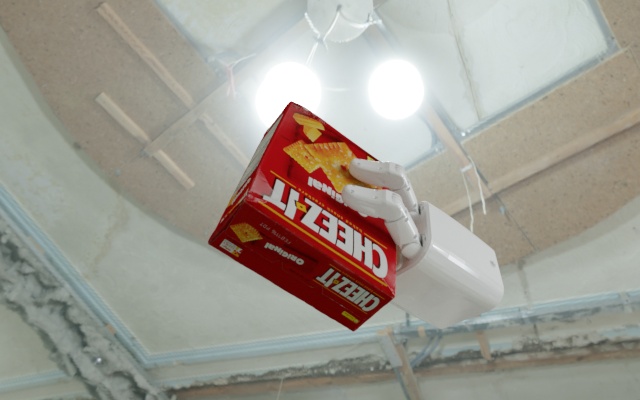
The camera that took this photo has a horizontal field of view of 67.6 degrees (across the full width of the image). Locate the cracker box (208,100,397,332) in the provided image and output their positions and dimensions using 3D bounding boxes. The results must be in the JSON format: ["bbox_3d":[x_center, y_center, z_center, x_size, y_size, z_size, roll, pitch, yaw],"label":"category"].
[{"bbox_3d":[0.000,0.002,0.500,0.164,0.072,0.213,34,33,-13],"label":"cracker box"}]
